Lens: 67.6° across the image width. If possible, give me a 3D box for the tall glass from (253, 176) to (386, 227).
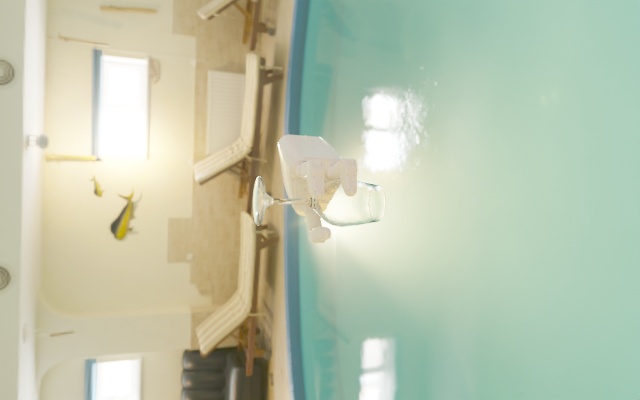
[{"bbox_3d":[0.000,0.003,0.749,0.201,0.079,0.079,2,-1,-20],"label":"tall glass"}]
